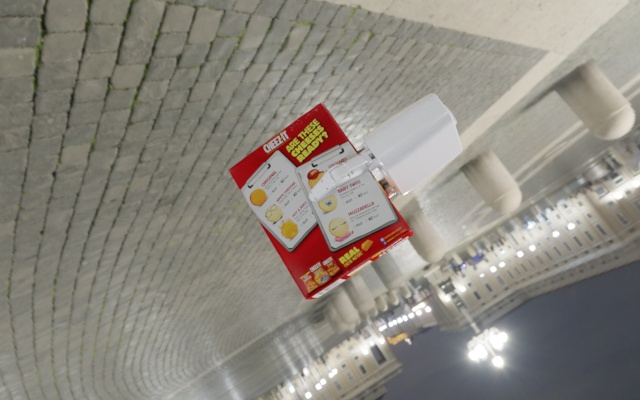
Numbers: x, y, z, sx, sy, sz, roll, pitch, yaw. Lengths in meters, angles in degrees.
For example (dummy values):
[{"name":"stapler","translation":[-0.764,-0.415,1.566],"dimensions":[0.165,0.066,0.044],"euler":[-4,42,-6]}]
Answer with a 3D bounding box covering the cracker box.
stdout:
[{"name":"cracker box","translation":[0.000,0.002,0.656],"dimensions":[0.164,0.213,0.072],"euler":[-35,-16,6]}]
